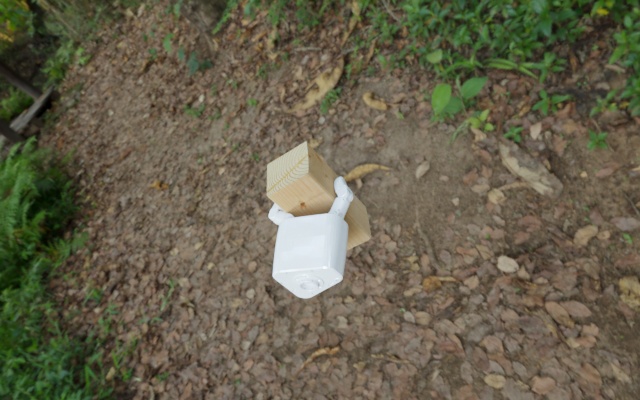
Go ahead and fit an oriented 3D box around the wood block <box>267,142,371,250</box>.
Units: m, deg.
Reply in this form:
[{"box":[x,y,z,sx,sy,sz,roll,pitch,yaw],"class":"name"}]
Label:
[{"box":[0.000,0.003,0.887,0.091,0.090,0.206,-28,-50,21],"class":"wood block"}]
